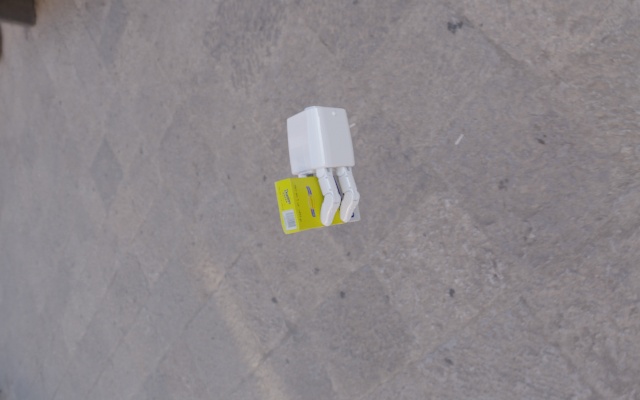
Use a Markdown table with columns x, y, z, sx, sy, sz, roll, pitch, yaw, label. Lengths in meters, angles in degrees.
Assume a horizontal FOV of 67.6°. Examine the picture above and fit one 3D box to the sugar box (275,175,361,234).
| x | y | z | sx | sy | sz | roll | pitch | yaw | label |
| --- | --- | --- | --- | --- | --- | --- | --- | --- | --- |
| 0.000 | 0.003 | 0.870 | 0.048 | 0.093 | 0.176 | -12 | -3 | 43 | sugar box |
